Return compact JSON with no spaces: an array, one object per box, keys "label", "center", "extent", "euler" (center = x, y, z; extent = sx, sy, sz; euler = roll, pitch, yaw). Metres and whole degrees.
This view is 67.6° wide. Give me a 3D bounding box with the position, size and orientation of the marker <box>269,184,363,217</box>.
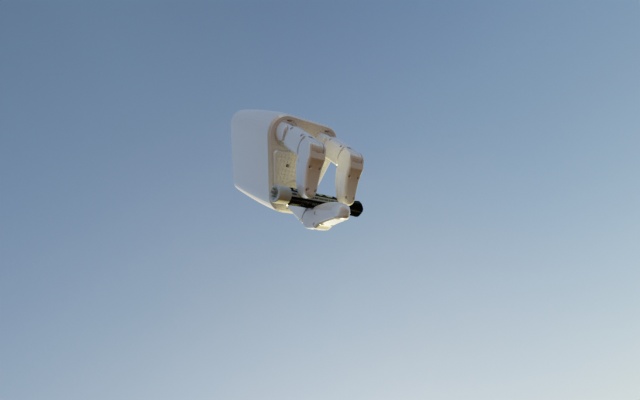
[{"label":"marker","center":[0.000,0.002,0.515],"extent":[0.121,0.020,0.020],"euler":[11,-7,-39]}]
